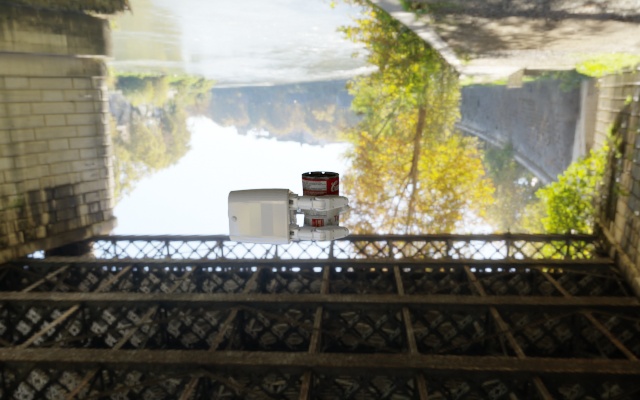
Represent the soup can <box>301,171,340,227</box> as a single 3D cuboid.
[{"bbox_3d":[0.001,0.003,0.845,0.068,0.102,0.068,-1,13,0],"label":"soup can"}]
